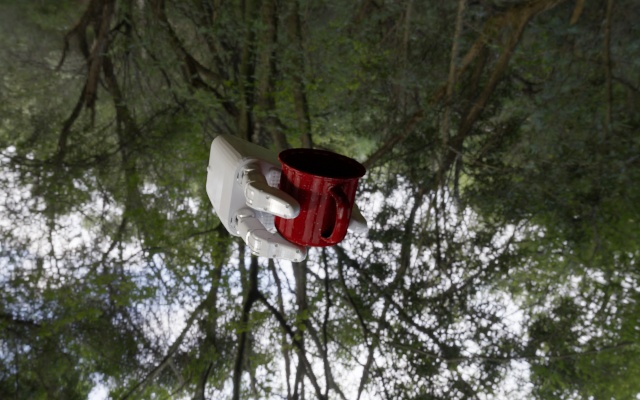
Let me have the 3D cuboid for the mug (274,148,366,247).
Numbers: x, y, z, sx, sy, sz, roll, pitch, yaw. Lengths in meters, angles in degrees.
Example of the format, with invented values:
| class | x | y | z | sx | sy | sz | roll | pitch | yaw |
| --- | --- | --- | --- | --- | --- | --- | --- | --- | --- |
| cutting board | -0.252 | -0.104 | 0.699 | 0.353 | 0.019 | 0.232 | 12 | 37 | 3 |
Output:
| class | x | y | z | sx | sy | sz | roll | pitch | yaw |
| --- | --- | --- | --- | --- | --- | --- | --- | --- | --- |
| mug | 0.001 | 0.002 | 0.499 | 0.093 | 0.081 | 0.117 | -1 | 24 | -27 |
